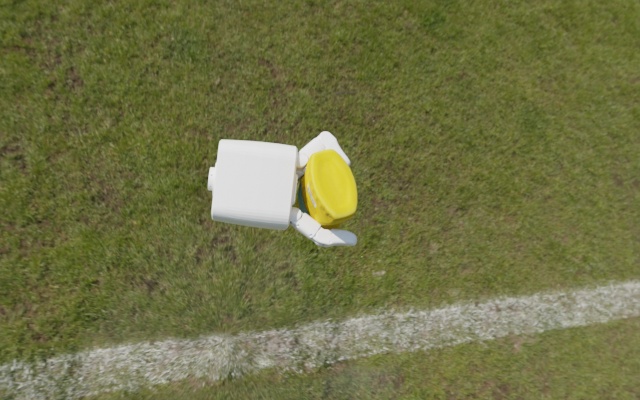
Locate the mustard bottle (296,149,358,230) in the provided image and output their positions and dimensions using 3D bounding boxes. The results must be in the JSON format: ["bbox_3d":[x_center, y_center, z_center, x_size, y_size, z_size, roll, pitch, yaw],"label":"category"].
[{"bbox_3d":[0.000,0.002,0.699,0.058,0.096,0.192,-18,-12,-15],"label":"mustard bottle"}]
